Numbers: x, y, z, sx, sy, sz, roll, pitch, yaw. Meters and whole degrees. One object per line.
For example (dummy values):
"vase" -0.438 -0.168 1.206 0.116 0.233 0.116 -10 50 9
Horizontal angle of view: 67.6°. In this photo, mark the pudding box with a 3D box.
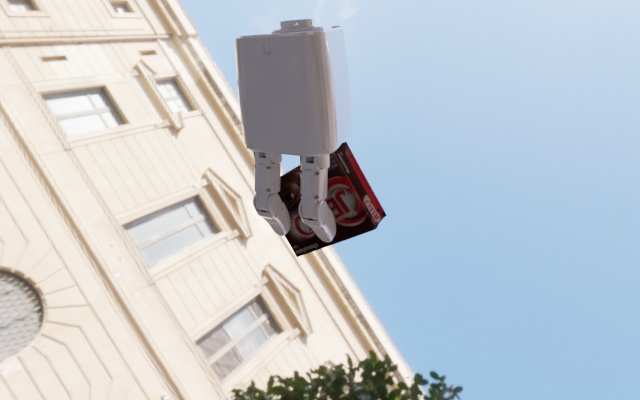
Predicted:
"pudding box" 0.000 0.002 0.505 0.113 0.090 0.039 -24 9 38
